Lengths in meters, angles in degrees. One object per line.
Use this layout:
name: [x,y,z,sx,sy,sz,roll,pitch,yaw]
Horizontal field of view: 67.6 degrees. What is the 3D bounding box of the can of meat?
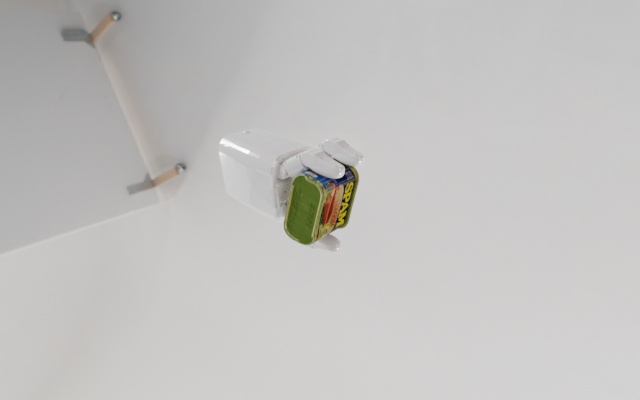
can of meat: [0.000,0.002,0.644,0.057,0.102,0.084,27,31,26]
